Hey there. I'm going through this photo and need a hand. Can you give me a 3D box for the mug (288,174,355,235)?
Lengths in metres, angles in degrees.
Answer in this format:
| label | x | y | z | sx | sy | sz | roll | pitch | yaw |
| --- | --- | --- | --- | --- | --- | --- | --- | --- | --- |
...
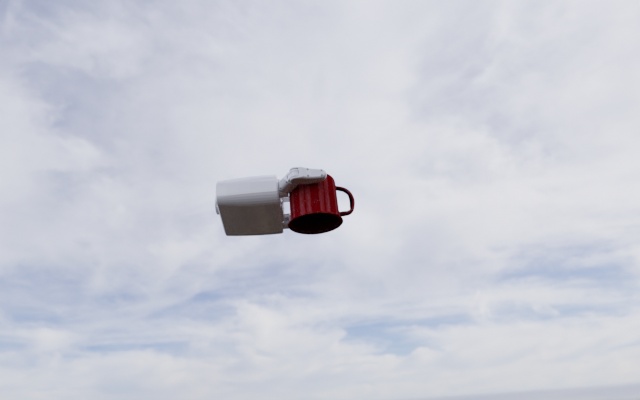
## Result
| label | x | y | z | sx | sy | sz | roll | pitch | yaw |
| --- | --- | --- | --- | --- | --- | --- | --- | --- | --- |
| mug | 0.002 | 0.002 | 0.815 | 0.117 | 0.081 | 0.093 | -4 | -26 | -3 |
